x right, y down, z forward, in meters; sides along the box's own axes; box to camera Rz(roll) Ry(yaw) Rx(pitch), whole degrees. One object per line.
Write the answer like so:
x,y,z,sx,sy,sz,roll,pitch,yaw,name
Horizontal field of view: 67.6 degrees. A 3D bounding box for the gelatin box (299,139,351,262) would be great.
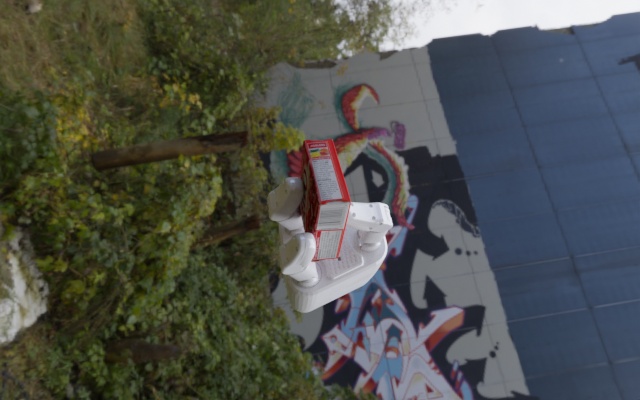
0.001,0.001,0.430,0.030,0.073,0.089,-5,-38,-11,gelatin box
